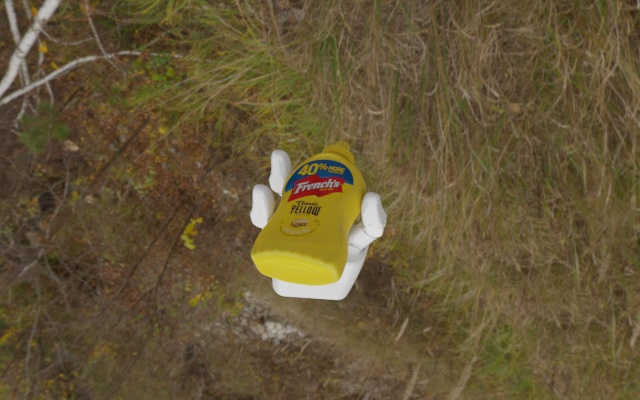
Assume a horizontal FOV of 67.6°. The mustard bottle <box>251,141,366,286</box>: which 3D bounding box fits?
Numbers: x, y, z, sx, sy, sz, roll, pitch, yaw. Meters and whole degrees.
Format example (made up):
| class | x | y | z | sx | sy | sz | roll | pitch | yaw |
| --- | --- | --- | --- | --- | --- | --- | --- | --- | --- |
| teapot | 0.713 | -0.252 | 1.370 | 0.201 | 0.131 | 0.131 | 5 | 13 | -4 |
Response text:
| class | x | y | z | sx | sy | sz | roll | pitch | yaw |
| --- | --- | --- | --- | --- | --- | --- | --- | --- | --- |
| mustard bottle | 0.000 | 0.002 | 0.540 | 0.096 | 0.191 | 0.058 | 3 | -42 | 23 |
